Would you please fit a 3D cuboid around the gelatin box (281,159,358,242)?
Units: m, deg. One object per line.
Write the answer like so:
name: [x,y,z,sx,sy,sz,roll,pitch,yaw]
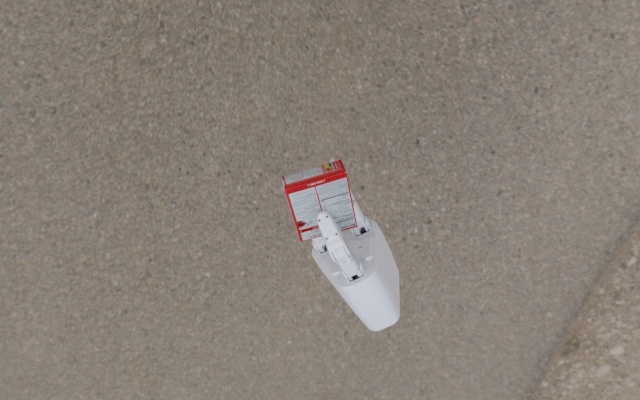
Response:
gelatin box: [0.000,0.002,0.567,0.073,0.089,0.030,-16,40,-2]
